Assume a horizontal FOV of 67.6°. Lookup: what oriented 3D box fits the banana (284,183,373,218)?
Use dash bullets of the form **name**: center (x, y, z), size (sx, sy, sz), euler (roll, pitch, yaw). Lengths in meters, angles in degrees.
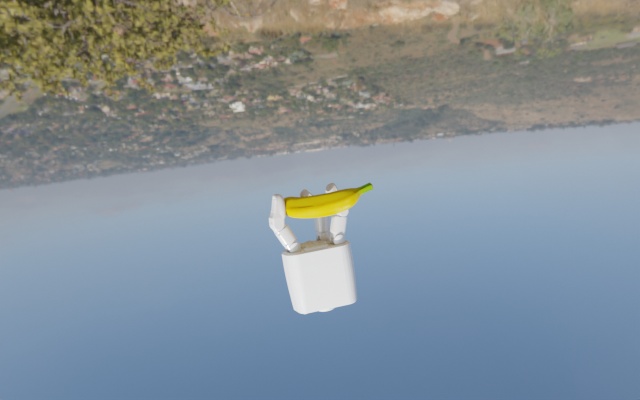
- **banana**: center (-0.009, 0.007, 0.778), size (0.198, 0.037, 0.069), euler (-8, 9, 41)
